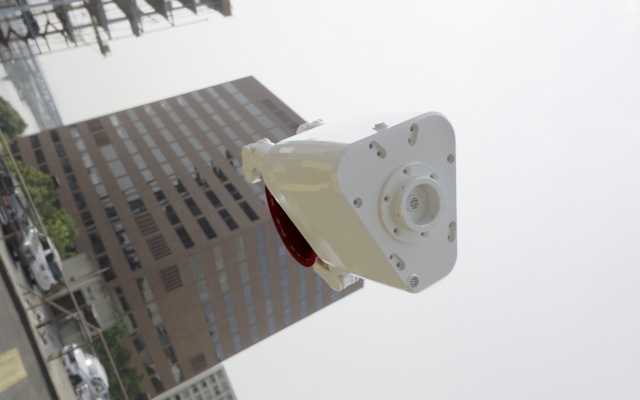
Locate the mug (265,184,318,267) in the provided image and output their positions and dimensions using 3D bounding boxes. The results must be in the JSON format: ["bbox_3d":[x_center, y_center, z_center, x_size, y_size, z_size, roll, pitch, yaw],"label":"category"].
[{"bbox_3d":[0.000,0.001,0.453,0.081,0.093,0.117,-22,16,-22],"label":"mug"}]
